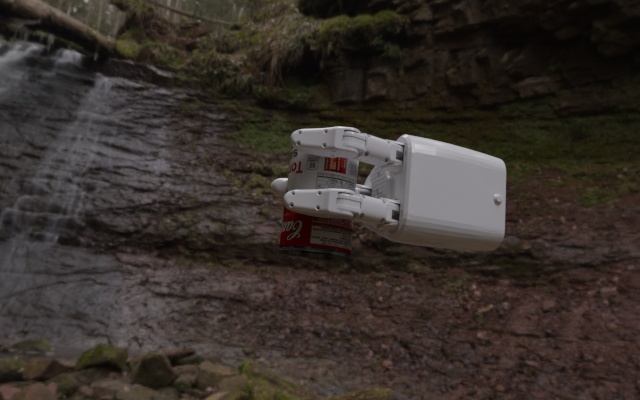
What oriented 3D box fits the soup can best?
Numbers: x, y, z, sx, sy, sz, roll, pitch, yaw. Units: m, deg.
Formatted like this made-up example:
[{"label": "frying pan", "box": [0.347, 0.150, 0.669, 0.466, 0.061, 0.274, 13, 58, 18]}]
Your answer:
[{"label": "soup can", "box": [0.000, 0.001, 0.450, 0.068, 0.102, 0.068, 6, -12, 1]}]
